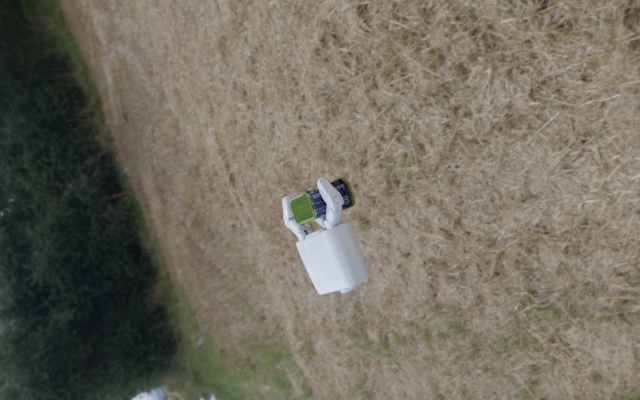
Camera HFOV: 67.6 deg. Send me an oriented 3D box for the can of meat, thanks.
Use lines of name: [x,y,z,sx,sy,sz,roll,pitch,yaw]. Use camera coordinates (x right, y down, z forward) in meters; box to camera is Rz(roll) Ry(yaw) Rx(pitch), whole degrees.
can of meat: [0.000,0.003,0.856,0.084,0.057,0.102,-21,-1,-26]
